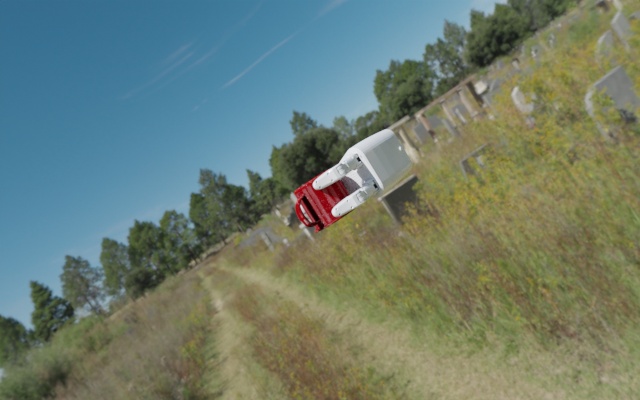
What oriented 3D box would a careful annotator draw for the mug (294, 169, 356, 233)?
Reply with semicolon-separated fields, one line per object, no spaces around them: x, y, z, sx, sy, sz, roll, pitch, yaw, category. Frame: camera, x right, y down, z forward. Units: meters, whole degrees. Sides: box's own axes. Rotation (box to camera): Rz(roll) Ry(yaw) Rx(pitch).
-0.001;0.003;0.828;0.117;0.081;0.093;-34;2;-41;mug
